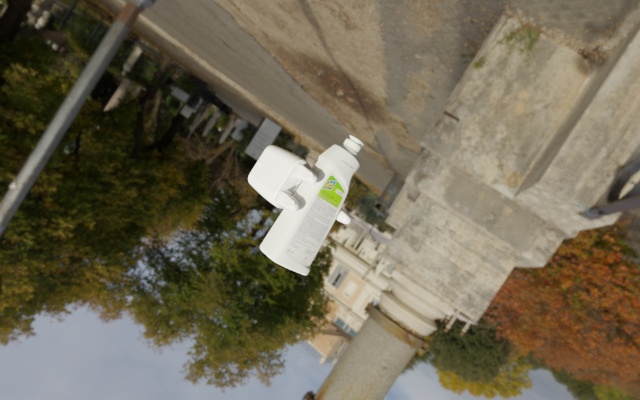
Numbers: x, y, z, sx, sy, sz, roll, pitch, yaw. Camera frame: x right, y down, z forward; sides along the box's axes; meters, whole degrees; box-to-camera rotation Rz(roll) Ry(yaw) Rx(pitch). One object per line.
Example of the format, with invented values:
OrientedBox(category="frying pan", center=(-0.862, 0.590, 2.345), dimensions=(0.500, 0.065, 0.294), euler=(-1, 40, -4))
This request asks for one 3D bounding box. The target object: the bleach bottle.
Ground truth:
OrientedBox(category="bleach bottle", center=(0.000, 0.003, 0.838), dimensions=(0.103, 0.251, 0.068), euler=(32, 1, -45))
